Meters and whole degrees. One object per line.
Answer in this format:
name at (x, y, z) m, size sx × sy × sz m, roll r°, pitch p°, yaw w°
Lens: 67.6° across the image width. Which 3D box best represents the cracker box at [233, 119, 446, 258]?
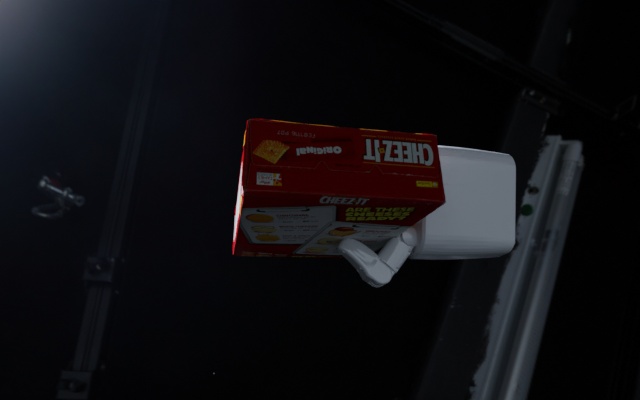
cracker box at (0.000, 0.002, 0.474) m, size 0.164 × 0.072 × 0.214 m, roll 3°, pitch -20°, yaw -12°
